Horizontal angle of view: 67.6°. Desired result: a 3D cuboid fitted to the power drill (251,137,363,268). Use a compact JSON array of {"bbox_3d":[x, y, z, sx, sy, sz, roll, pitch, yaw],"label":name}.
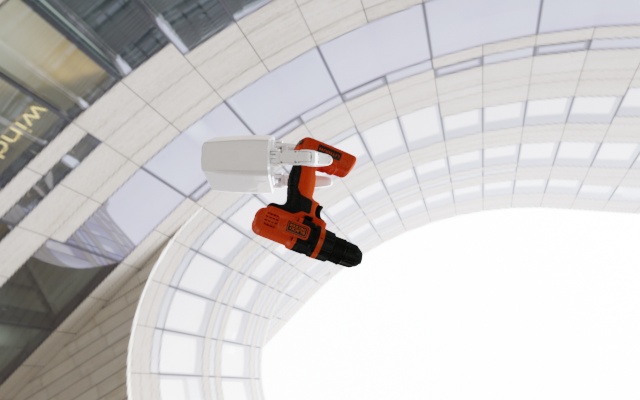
[{"bbox_3d":[0.000,0.002,0.775,0.184,0.187,0.057,23,-26,-11],"label":"power drill"}]
